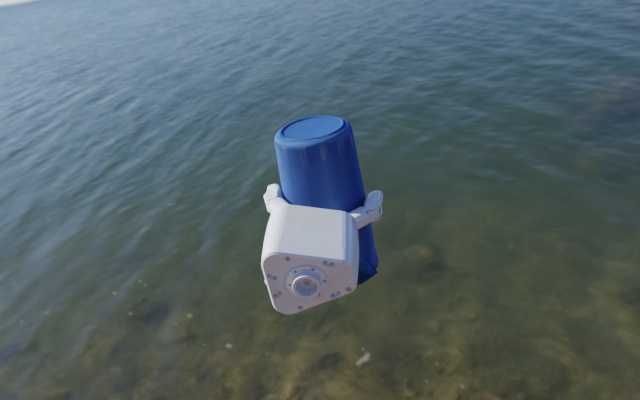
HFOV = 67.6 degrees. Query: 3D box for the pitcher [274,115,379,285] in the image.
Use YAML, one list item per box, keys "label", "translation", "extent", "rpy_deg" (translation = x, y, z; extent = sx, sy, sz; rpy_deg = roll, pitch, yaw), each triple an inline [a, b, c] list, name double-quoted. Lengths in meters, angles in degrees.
- label: "pitcher"
  translation: [0.000, 0.002, 0.712]
  extent: [0.149, 0.243, 0.145]
  rpy_deg: [-6, 29, 8]
